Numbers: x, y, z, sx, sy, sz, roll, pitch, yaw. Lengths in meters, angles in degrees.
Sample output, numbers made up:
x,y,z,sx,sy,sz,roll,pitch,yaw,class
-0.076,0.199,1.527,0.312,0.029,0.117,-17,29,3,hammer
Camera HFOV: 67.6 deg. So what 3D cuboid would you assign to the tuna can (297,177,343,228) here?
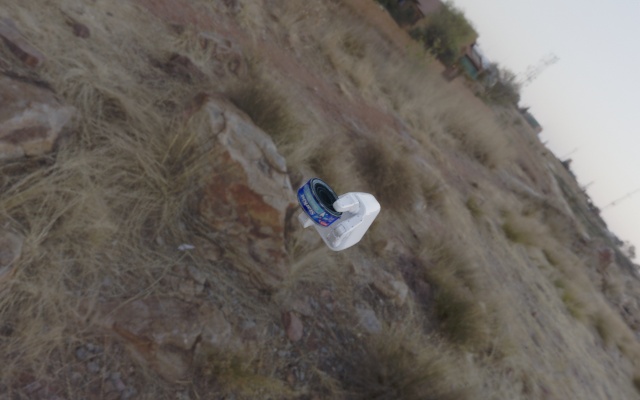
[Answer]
x,y,z,sx,sy,sz,roll,pitch,yaw,class
0.001,0.002,0.831,0.034,0.086,0.086,-38,-17,23,tuna can
